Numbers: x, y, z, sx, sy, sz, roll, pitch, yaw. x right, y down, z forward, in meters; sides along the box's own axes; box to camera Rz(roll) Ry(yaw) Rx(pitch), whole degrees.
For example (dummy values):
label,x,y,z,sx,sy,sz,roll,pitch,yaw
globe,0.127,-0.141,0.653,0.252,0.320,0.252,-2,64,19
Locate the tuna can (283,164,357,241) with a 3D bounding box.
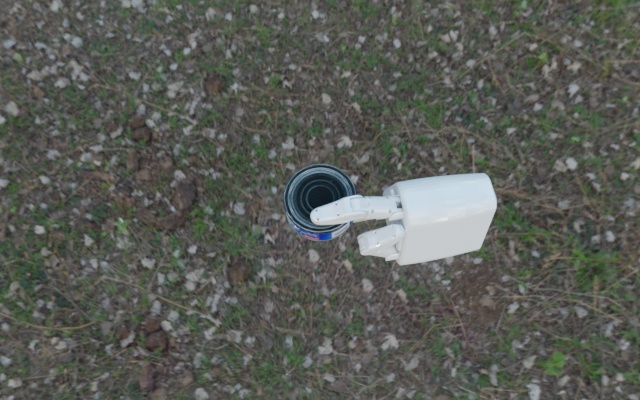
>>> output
label,x,y,z,sx,sy,sz,roll,pitch,yaw
tuna can,0.000,0.002,0.553,0.086,0.086,0.034,0,-19,2
